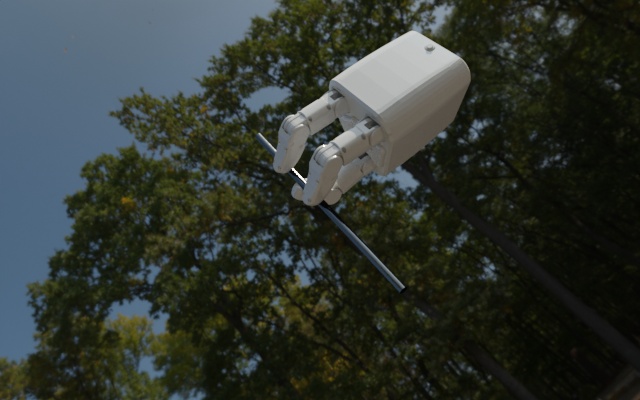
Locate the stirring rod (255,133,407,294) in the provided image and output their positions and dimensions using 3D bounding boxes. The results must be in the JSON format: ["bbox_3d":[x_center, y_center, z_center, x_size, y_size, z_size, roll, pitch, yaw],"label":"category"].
[{"bbox_3d":[0.000,0.002,0.460,0.011,0.011,0.239,0,37,-46],"label":"stirring rod"}]
